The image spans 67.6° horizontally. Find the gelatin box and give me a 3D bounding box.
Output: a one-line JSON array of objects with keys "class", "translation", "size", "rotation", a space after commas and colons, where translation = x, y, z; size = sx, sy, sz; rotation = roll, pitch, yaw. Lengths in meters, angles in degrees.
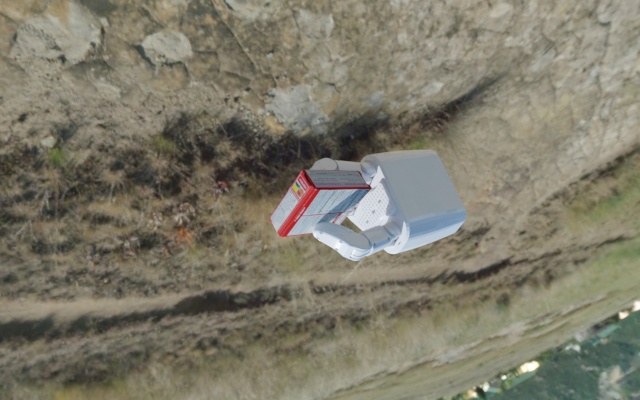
[{"class": "gelatin box", "translation": [0.000, 0.002, 0.503], "size": [0.089, 0.030, 0.073], "rotation": [-4, -39, -46]}]
